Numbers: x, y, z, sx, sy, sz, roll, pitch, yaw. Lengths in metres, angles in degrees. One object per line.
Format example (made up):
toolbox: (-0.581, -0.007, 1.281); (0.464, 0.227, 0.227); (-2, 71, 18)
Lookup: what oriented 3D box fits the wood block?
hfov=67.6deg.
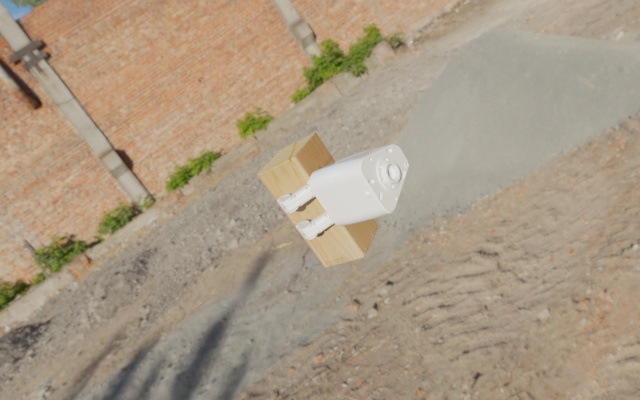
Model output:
wood block: (0.000, 0.002, 0.817); (0.090, 0.206, 0.090); (-21, 22, 37)
